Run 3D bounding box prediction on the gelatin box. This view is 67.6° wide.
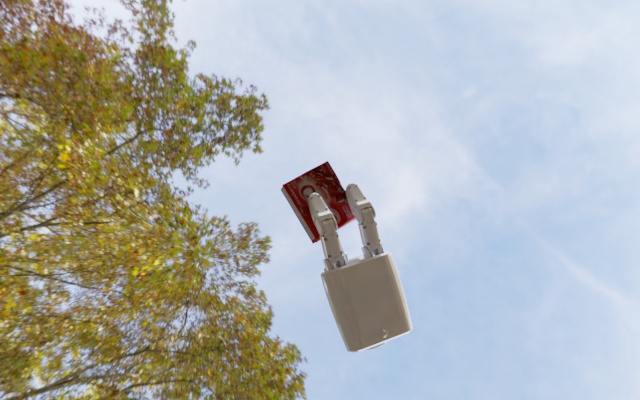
[{"bbox_3d":[0.000,0.002,0.647,0.073,0.089,0.030,-29,-7,-17],"label":"gelatin box"}]
